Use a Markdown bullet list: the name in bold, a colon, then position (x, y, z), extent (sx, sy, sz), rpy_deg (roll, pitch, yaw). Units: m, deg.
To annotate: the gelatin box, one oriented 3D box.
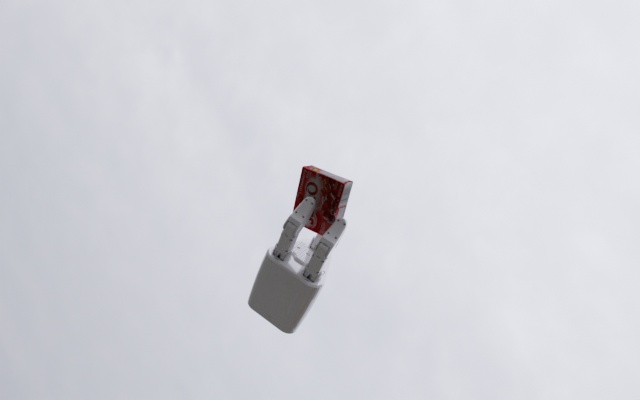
- **gelatin box**: position (0.000, 0.002, 0.691), extent (0.073, 0.089, 0.030), rpy_deg (24, 21, 26)
